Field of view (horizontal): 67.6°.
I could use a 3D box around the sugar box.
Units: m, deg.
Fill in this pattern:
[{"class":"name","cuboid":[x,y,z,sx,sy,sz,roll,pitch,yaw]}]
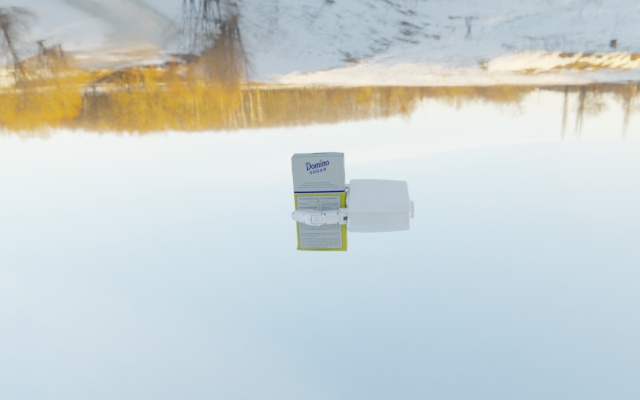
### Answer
[{"class":"sugar box","cuboid":[0.000,0.003,0.854,0.093,0.176,0.048,0,15,6]}]
